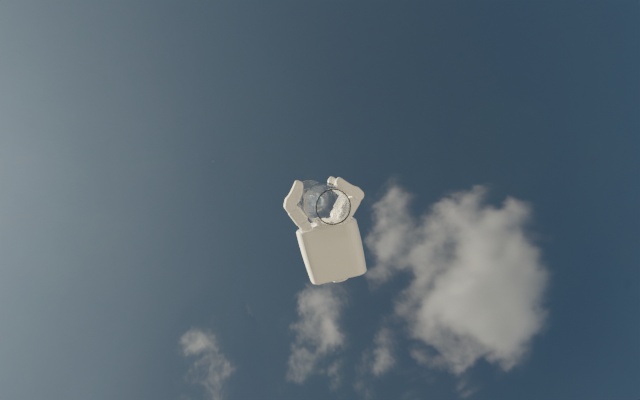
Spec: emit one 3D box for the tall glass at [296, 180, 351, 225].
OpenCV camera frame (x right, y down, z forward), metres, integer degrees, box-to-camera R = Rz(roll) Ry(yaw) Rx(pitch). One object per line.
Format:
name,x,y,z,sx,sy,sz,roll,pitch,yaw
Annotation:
tall glass,0.000,0.003,0.900,0.079,0.079,0.201,0,4,-13
